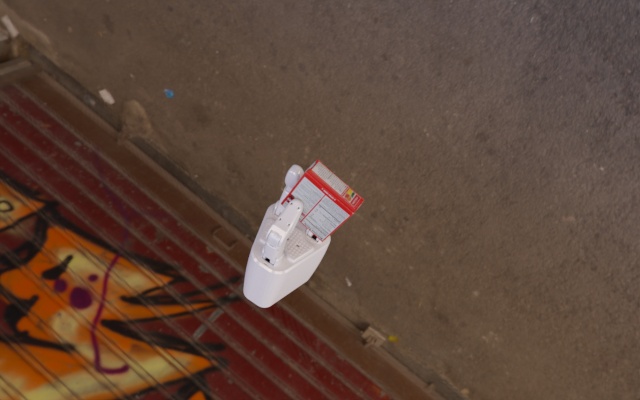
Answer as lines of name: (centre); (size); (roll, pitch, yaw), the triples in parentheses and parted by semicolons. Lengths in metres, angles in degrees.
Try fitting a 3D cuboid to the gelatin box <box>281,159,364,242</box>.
gelatin box: (0.000, 0.002, 0.578); (0.030, 0.073, 0.089); (-49, 1, -37)
